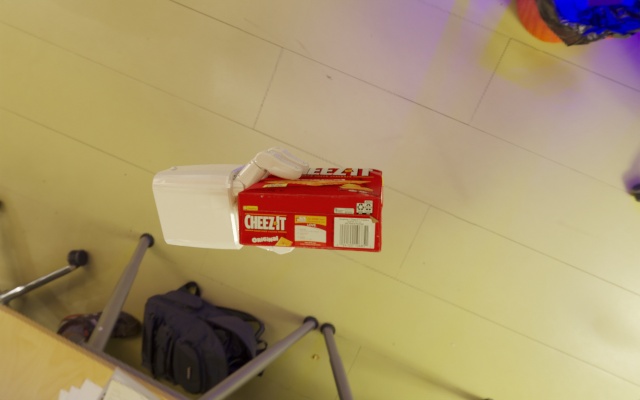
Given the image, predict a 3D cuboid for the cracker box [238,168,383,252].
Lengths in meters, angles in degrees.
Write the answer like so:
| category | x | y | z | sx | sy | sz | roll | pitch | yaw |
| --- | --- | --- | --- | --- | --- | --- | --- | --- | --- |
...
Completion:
| category | x | y | z | sx | sy | sz | roll | pitch | yaw |
| --- | --- | --- | --- | --- | --- | --- | --- | --- | --- |
| cracker box | 0.000 | 0.002 | 0.629 | 0.164 | 0.072 | 0.213 | 2 | 12 | 7 |
